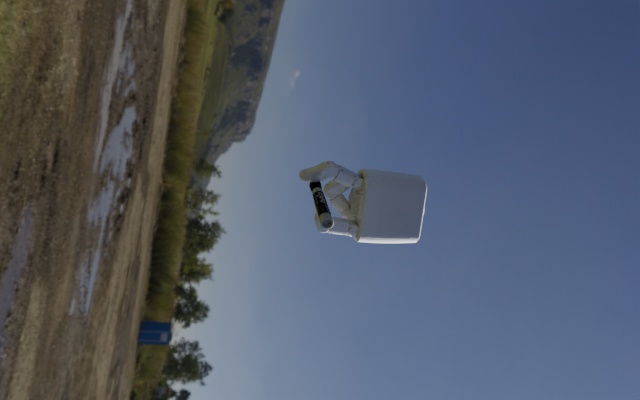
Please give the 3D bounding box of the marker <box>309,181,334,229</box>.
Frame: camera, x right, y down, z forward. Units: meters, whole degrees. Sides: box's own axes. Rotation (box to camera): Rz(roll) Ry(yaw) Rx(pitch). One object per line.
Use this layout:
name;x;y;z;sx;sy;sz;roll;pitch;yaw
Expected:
marker;0.000;0.002;0.703;0.020;0.020;0.121;0;29;-10
